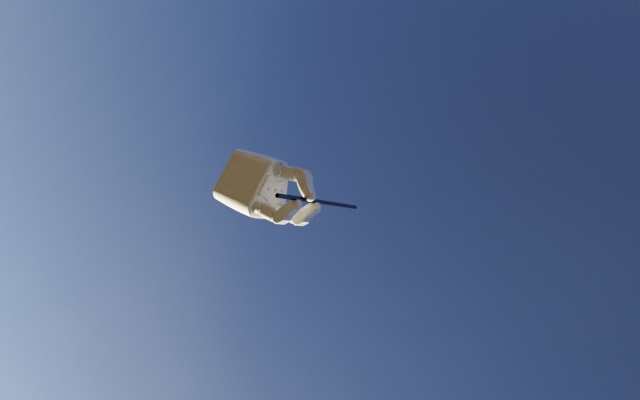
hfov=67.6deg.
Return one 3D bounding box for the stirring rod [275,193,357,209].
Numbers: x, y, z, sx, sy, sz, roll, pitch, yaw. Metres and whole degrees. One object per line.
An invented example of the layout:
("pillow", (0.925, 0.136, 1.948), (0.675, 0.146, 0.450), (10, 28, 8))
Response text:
("stirring rod", (0.000, 0.003, 0.852), (0.011, 0.011, 0.239), (0, -5, 35))
